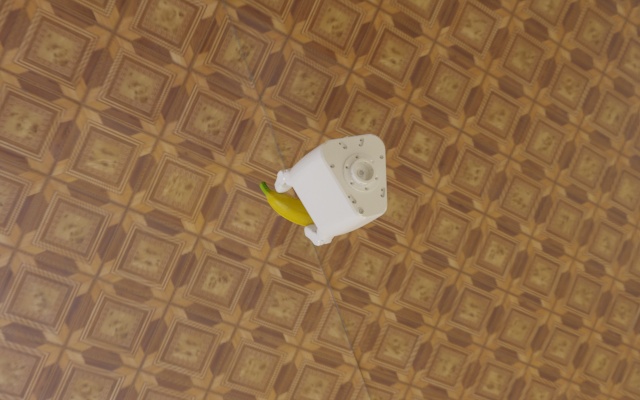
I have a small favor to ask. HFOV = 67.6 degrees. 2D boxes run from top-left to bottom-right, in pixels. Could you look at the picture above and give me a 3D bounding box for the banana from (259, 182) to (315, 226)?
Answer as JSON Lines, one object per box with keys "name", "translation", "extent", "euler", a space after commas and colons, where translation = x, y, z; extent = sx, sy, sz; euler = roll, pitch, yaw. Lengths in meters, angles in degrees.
{"name": "banana", "translation": [-0.003, 0.017, 0.774], "extent": [0.198, 0.069, 0.037], "euler": [16, -40, -22]}
